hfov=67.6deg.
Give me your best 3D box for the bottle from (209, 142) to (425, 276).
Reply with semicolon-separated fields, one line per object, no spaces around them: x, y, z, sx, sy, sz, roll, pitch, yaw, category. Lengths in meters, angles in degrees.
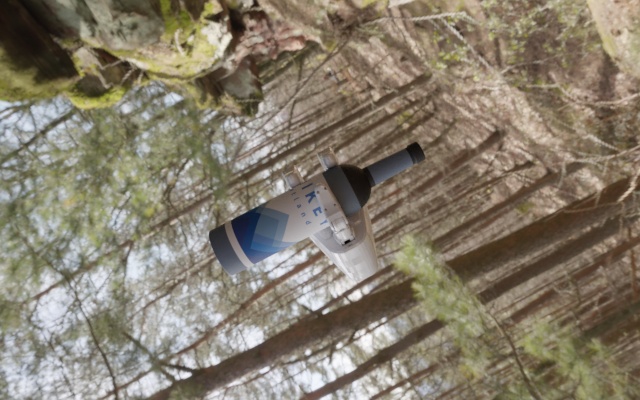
0.000;0.002;0.627;0.296;0.069;0.069;-27;-1;1;bottle
